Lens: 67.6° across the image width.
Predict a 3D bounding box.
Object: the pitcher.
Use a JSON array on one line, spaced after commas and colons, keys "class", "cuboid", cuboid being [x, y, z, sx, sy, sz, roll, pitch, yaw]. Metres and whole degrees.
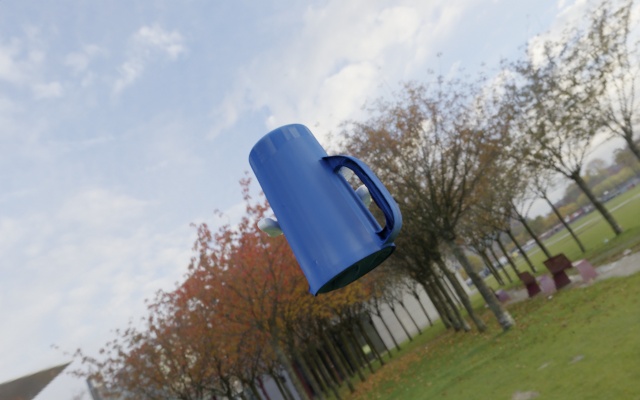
[{"class": "pitcher", "cuboid": [0.000, 0.002, 0.698, 0.149, 0.242, 0.145, -28, -18, -12]}]
